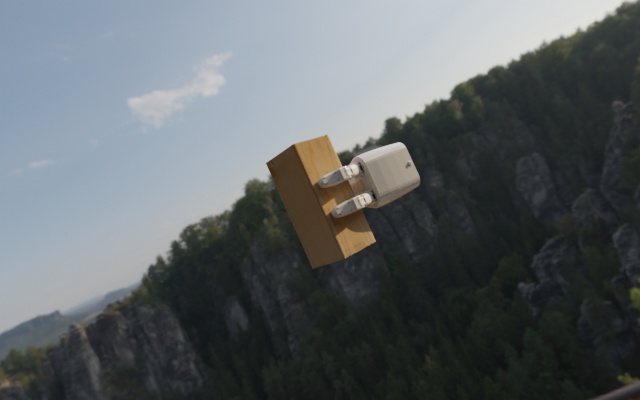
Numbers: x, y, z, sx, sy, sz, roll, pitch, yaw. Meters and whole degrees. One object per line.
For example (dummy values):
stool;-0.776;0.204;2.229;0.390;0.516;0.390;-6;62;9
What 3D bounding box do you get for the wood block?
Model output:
wood block;0.000;0.003;0.840;0.090;0.206;0.091;-23;-2;-41
